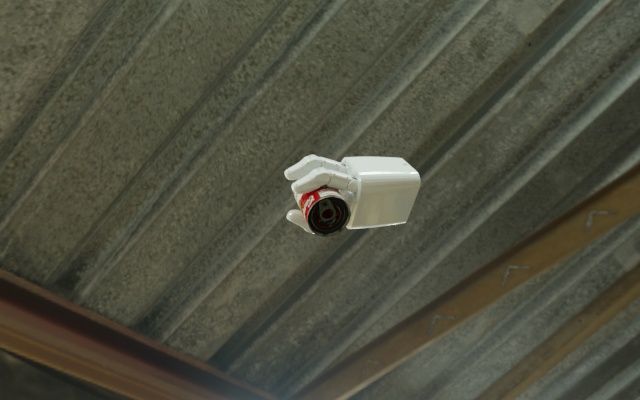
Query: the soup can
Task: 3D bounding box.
[{"bbox_3d":[0.000,0.002,0.752,0.068,0.068,0.102,0,26,-17],"label":"soup can"}]
